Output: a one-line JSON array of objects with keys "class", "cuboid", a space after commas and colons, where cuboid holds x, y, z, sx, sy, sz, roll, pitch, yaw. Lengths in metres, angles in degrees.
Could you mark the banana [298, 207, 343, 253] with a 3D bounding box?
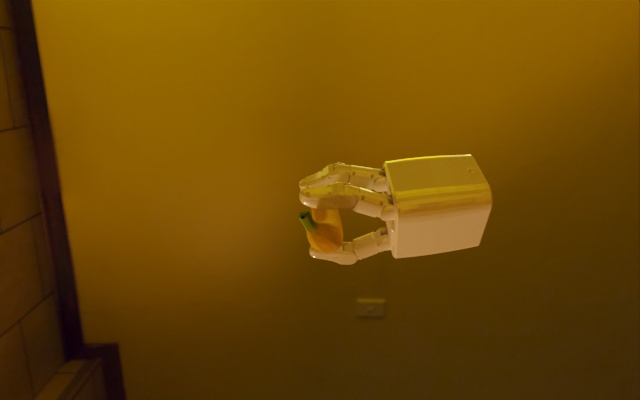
[{"class": "banana", "cuboid": [0.005, 0.020, 0.585, 0.037, 0.069, 0.197, -14, 12, 4]}]
